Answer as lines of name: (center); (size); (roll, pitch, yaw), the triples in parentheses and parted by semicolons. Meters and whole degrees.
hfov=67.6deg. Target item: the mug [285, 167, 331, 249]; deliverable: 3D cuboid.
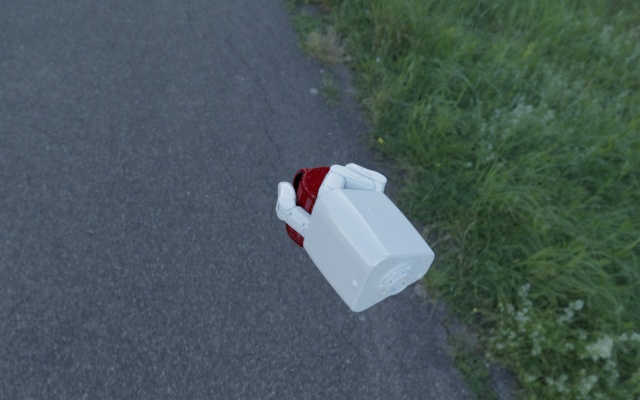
mug: (-0.001, 0.001, 0.639); (0.093, 0.082, 0.117); (-14, 48, -32)
